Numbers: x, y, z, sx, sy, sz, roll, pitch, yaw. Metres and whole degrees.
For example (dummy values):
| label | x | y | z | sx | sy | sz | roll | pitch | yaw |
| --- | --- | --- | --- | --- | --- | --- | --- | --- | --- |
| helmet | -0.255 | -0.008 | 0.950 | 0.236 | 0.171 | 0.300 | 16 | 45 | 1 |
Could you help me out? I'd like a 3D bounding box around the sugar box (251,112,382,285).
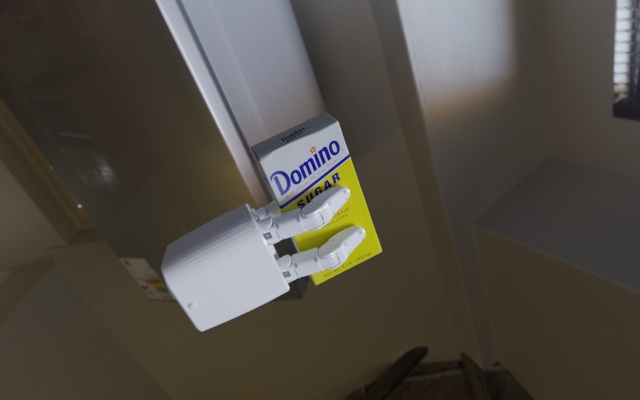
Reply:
| label | x | y | z | sx | sy | sz | roll | pitch | yaw |
| --- | --- | --- | --- | --- | --- | --- | --- | --- | --- |
| sugar box | 0.000 | 0.002 | 0.535 | 0.093 | 0.176 | 0.048 | -27 | 32 | -7 |
